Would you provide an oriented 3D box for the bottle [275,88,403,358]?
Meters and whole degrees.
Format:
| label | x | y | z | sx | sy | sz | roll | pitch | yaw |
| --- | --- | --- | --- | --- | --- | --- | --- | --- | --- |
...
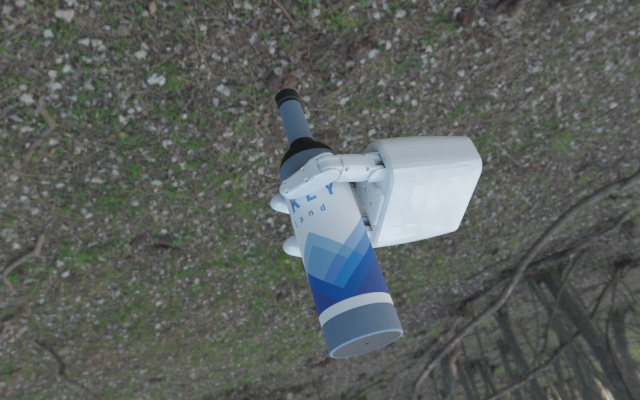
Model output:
| label | x | y | z | sx | sy | sz | roll | pitch | yaw |
| --- | --- | --- | --- | --- | --- | --- | --- | --- | --- |
| bottle | 0.000 | 0.002 | 0.480 | 0.069 | 0.295 | 0.069 | -14 | -30 | -8 |
